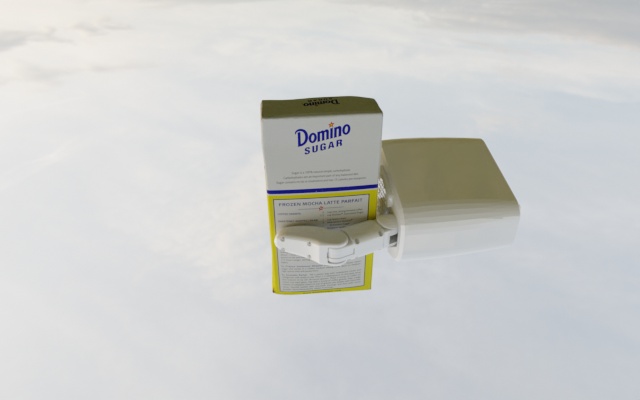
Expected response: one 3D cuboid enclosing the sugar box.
[{"bbox_3d":[0.000,0.001,0.409,0.093,0.176,0.048,-3,30,-5],"label":"sugar box"}]
